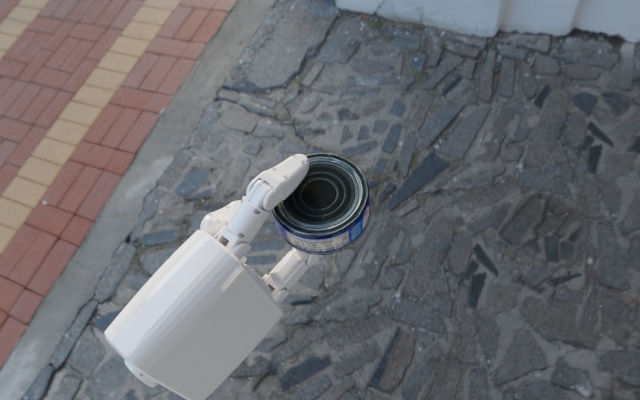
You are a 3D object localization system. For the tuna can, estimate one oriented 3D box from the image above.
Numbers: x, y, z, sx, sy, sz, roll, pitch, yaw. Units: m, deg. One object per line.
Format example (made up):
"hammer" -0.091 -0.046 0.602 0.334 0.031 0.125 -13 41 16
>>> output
"tuna can" 0.000 0.001 0.412 0.086 0.086 0.034 0 -32 7
